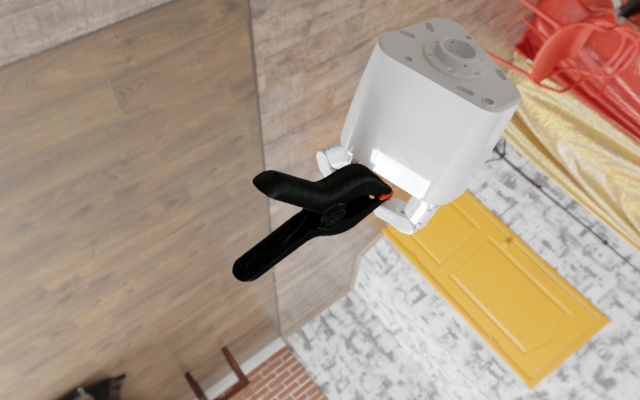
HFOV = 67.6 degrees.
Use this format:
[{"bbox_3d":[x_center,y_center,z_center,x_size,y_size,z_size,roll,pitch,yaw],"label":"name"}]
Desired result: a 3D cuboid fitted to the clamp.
[{"bbox_3d":[0.001,0.002,0.422,0.171,0.039,0.120,-27,-26,-31],"label":"clamp"}]
